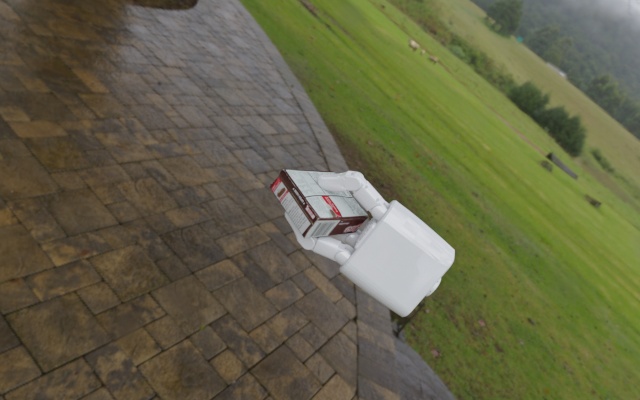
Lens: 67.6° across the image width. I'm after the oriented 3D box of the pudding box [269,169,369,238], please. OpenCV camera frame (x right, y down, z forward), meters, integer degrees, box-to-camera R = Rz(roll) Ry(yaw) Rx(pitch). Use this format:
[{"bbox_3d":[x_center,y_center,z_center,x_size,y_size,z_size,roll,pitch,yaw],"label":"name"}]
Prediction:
[{"bbox_3d":[0.000,0.002,0.638,0.113,0.090,0.039,1,-44,-52],"label":"pudding box"}]
